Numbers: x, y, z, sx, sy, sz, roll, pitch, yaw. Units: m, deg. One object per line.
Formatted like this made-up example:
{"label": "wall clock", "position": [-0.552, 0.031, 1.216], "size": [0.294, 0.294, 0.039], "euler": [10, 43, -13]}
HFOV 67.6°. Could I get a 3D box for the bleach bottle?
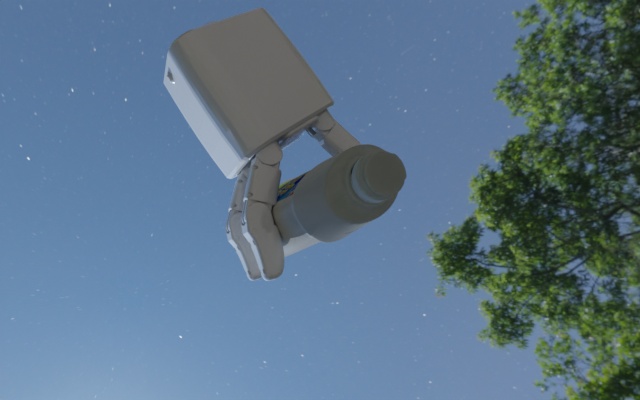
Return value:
{"label": "bleach bottle", "position": [0.000, 0.001, 0.405], "size": [0.102, 0.068, 0.251], "euler": [-38, 4, -24]}
